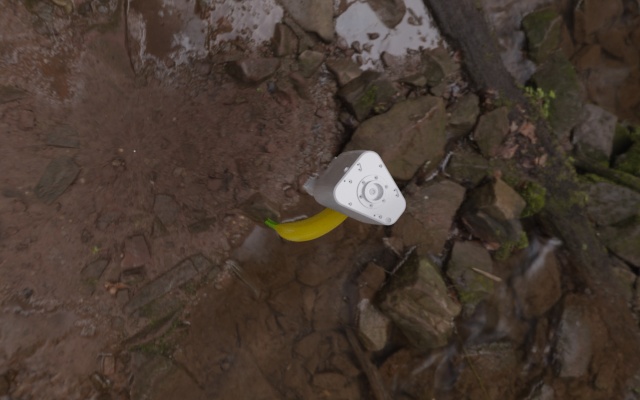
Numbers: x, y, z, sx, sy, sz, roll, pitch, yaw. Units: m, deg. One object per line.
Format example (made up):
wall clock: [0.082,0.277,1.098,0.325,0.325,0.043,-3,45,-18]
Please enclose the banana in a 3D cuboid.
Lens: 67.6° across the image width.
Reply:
banana: [0.005,0.021,0.834,0.198,0.069,0.037,-26,4,-8]
